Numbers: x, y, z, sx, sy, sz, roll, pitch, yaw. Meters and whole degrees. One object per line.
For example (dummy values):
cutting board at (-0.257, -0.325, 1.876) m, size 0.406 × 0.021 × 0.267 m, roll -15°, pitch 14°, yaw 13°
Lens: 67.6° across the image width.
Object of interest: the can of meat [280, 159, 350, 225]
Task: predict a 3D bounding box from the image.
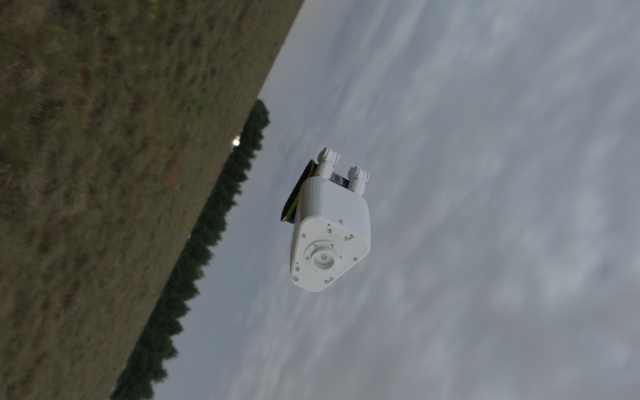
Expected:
can of meat at (0.000, 0.003, 0.720) m, size 0.084 × 0.102 × 0.057 m, roll 26°, pitch 23°, yaw -12°
